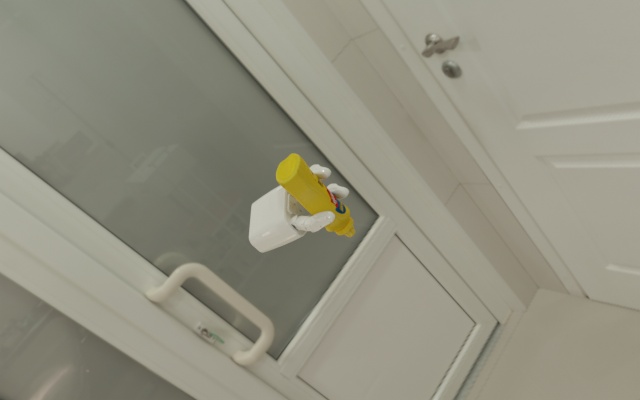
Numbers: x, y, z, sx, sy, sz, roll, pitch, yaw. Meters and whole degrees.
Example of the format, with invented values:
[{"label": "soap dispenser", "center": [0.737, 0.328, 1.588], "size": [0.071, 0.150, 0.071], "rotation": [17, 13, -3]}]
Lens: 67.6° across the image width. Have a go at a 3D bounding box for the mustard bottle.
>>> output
[{"label": "mustard bottle", "center": [0.000, 0.003, 0.884], "size": [0.058, 0.192, 0.096], "rotation": [-39, 26, 10]}]
